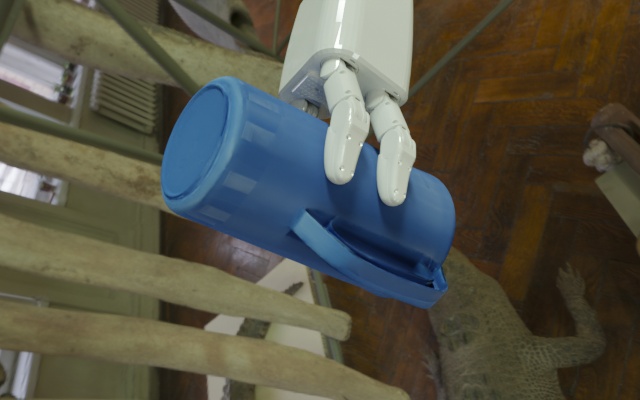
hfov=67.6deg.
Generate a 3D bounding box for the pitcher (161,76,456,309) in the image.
[{"bbox_3d":[0.000,0.001,0.405,0.243,0.145,0.149,24,-21,-37],"label":"pitcher"}]
